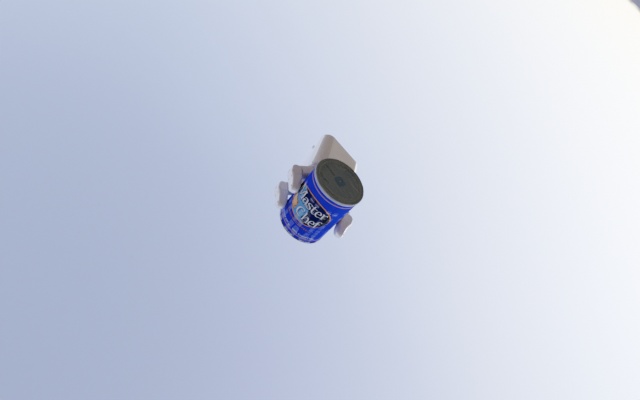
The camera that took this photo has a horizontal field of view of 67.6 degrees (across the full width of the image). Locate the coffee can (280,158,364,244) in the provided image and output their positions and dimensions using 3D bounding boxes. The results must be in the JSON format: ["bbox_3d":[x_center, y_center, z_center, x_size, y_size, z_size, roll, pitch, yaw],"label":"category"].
[{"bbox_3d":[0.000,0.003,0.899,0.103,0.102,0.140,0,-33,-38],"label":"coffee can"}]
